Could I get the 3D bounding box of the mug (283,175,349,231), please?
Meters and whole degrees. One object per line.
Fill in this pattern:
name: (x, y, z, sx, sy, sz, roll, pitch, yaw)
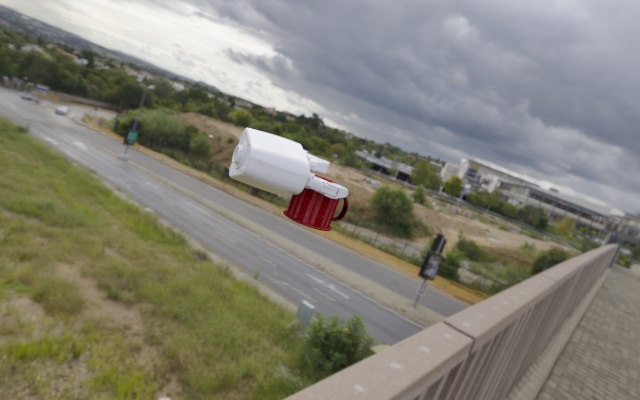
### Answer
mug: (0.001, 0.003, 0.863, 0.117, 0.081, 0.093, 16, 10, -26)
